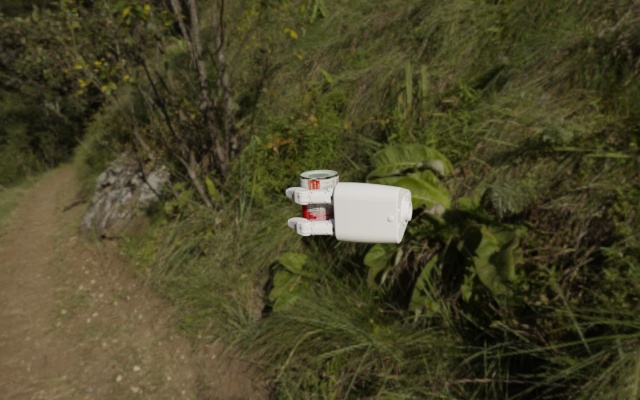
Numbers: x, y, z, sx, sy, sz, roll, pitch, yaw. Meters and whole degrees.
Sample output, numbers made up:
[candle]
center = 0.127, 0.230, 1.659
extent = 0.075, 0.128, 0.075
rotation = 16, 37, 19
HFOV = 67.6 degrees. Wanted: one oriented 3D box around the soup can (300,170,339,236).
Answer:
[soup can]
center = 0.000, 0.002, 0.837
extent = 0.068, 0.102, 0.068
rotation = -3, 15, 1
